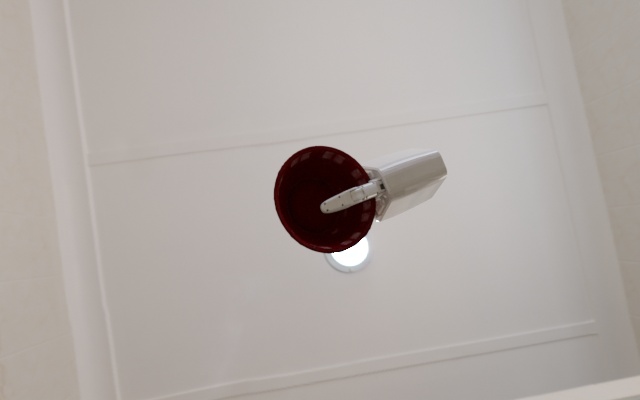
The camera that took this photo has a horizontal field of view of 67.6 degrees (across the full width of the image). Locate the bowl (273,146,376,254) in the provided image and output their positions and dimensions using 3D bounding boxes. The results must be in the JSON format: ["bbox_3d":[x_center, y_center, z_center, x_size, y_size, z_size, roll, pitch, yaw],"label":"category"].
[{"bbox_3d":[-0.001,0.003,0.717,0.162,0.162,0.055,0,-12,-23],"label":"bowl"}]
